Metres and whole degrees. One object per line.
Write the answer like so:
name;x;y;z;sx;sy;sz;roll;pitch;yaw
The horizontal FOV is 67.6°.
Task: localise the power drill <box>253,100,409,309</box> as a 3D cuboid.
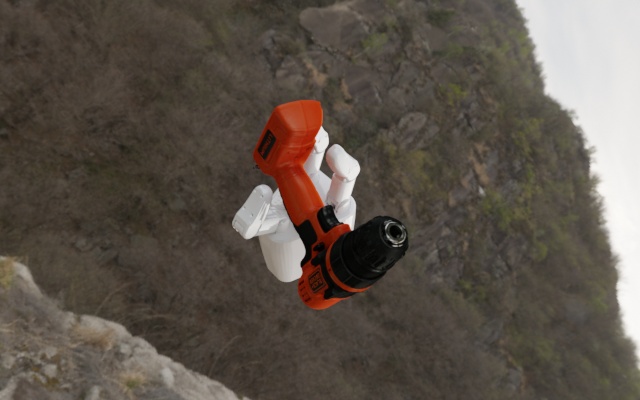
power drill;0.000;0.001;0.459;0.057;0.187;0.184;-11;-20;-29
